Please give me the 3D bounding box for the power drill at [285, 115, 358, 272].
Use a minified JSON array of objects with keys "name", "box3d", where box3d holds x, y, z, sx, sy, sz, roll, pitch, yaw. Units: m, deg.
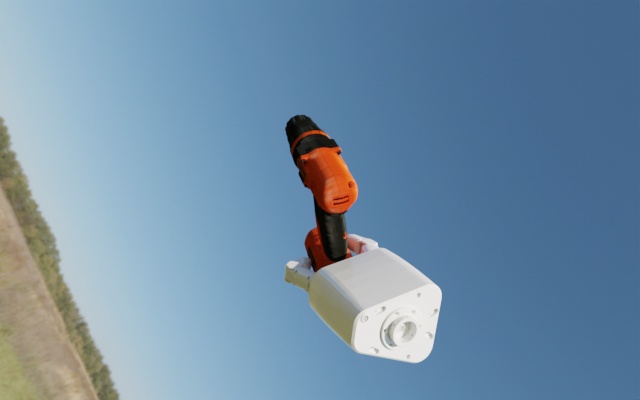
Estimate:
[{"name":"power drill","box3d":[0.000,0.002,0.605,0.057,0.188,0.184,-15,38,-8]}]
